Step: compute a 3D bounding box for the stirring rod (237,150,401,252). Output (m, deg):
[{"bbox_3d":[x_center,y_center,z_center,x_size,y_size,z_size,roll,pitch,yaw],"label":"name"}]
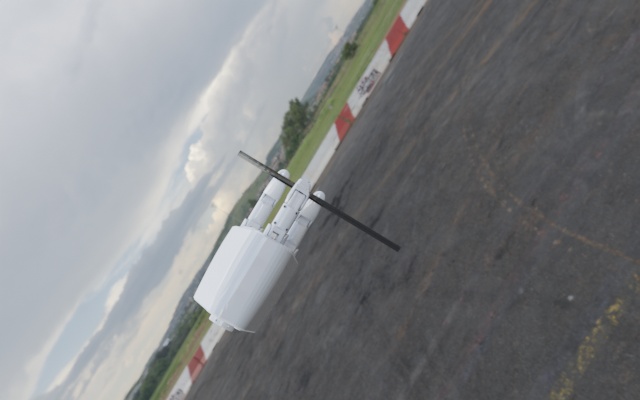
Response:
[{"bbox_3d":[0.000,0.002,0.612,0.239,0.011,0.011,31,-4,-6],"label":"stirring rod"}]
